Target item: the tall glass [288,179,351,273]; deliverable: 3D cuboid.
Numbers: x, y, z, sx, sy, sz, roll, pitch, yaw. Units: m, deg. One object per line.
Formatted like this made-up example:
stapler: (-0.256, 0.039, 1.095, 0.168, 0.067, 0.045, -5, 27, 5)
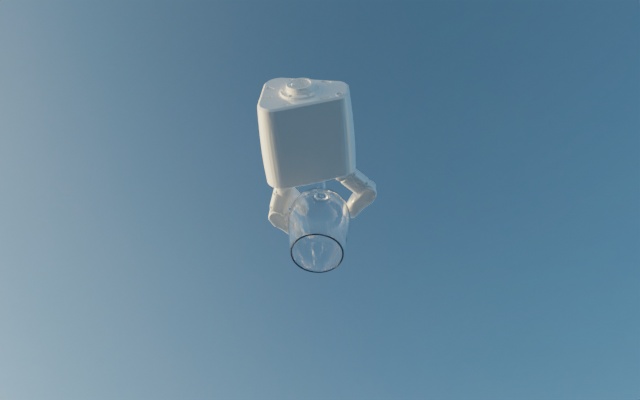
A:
tall glass: (0.000, 0.002, 0.626, 0.079, 0.079, 0.201, 0, 37, 3)
